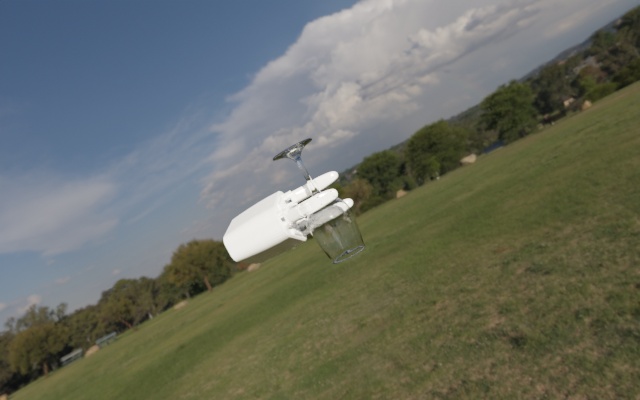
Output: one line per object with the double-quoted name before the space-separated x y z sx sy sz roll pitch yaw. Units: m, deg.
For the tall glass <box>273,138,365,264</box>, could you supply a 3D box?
"tall glass" 0.000 0.002 0.790 0.079 0.201 0.079 -29 0 0
